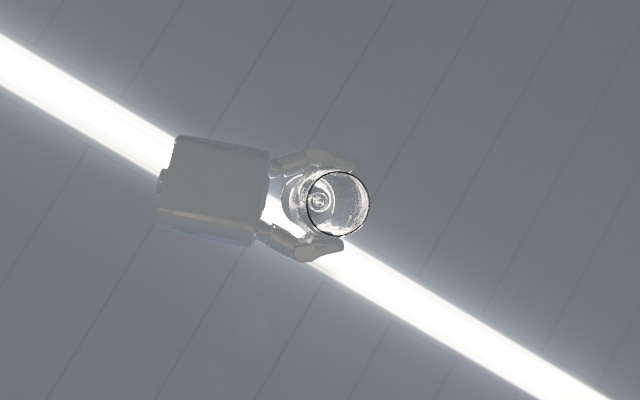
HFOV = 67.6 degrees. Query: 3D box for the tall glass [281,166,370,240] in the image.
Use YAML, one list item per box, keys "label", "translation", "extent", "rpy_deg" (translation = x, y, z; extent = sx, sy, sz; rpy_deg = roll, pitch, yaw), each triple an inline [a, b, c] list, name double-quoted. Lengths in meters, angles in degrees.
- label: "tall glass"
  translation: [0.000, 0.002, 0.543]
  extent: [0.079, 0.079, 0.201]
  rpy_deg: [0, 1, -10]
